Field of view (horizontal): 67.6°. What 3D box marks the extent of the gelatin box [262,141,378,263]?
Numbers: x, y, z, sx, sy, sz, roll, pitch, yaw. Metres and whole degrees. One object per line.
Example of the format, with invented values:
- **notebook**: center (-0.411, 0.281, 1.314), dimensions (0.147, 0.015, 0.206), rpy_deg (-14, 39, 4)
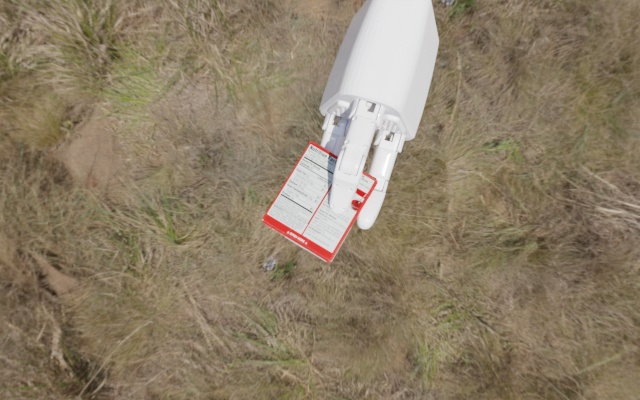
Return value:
- **gelatin box**: center (0.000, 0.002, 0.440), dimensions (0.073, 0.089, 0.030), rpy_deg (30, -8, 4)
